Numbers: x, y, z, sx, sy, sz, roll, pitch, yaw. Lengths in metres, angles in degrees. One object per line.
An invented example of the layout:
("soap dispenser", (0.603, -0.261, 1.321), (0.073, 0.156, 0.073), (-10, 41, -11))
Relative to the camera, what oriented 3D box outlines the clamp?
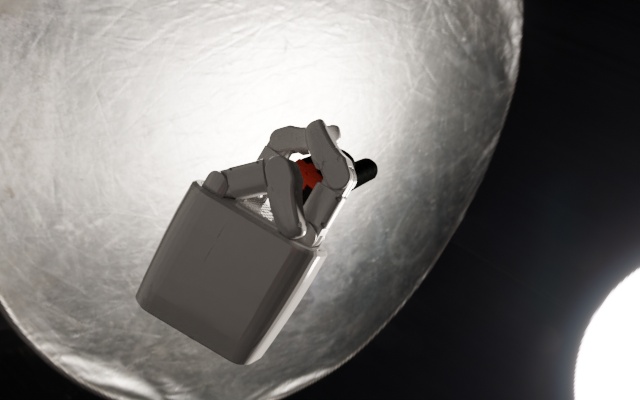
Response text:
("clamp", (0.001, 0.002, 0.452), (0.039, 0.120, 0.171), (33, 7, 18))
